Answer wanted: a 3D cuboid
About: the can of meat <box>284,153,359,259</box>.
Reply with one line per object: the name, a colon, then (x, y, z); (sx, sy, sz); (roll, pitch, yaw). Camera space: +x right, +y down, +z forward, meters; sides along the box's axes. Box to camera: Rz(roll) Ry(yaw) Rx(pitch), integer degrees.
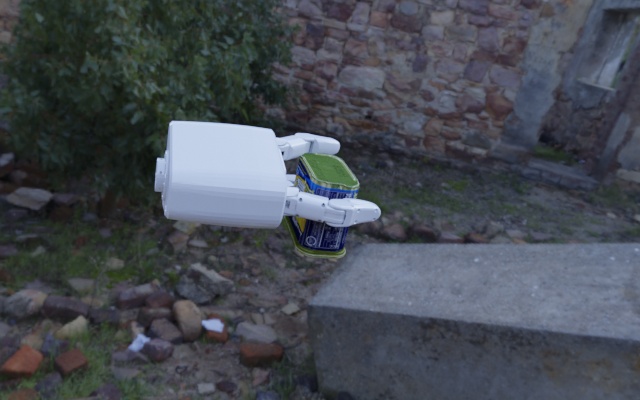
can of meat: (0.000, 0.001, 0.527); (0.057, 0.084, 0.102); (5, 23, -17)
